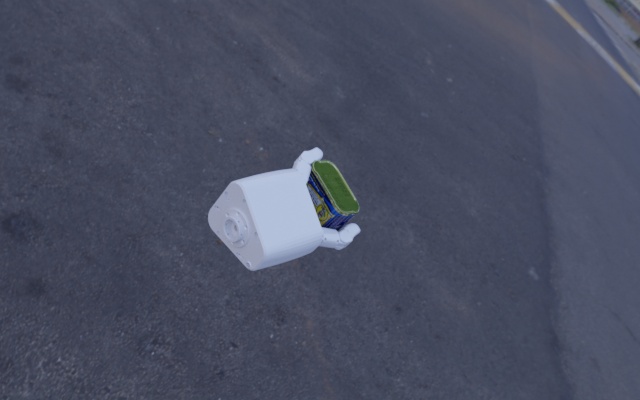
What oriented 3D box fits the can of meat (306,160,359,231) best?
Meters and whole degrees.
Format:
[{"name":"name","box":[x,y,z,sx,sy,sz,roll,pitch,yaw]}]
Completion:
[{"name":"can of meat","box":[0.000,0.002,0.711,0.057,0.102,0.084,-9,-28,-47]}]
